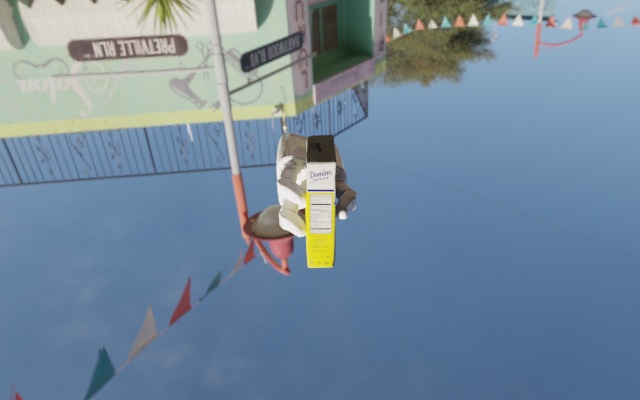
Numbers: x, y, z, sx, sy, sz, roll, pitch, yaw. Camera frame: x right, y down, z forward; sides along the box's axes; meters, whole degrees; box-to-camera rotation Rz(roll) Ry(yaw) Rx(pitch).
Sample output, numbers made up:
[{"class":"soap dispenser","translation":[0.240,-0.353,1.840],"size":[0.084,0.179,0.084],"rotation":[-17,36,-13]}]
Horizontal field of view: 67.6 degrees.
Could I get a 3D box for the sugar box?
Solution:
[{"class":"sugar box","translation":[0.000,0.002,0.699],"size":[0.048,0.176,0.093],"rotation":[-3,31,0]}]
